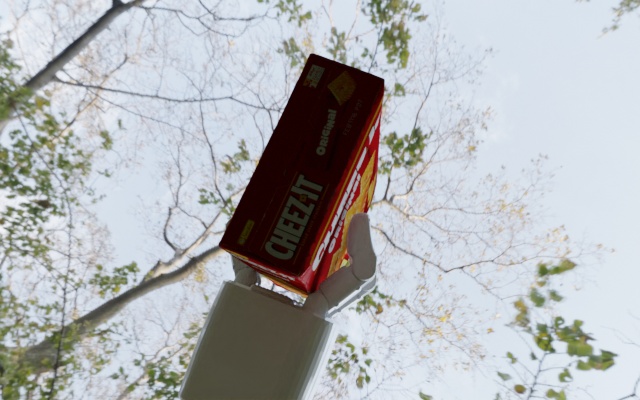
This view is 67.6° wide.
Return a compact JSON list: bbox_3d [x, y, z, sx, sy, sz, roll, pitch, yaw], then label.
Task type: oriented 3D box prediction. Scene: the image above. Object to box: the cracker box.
[{"bbox_3d":[0.000,0.001,0.437,0.072,0.164,0.214,20,-14,11],"label":"cracker box"}]
